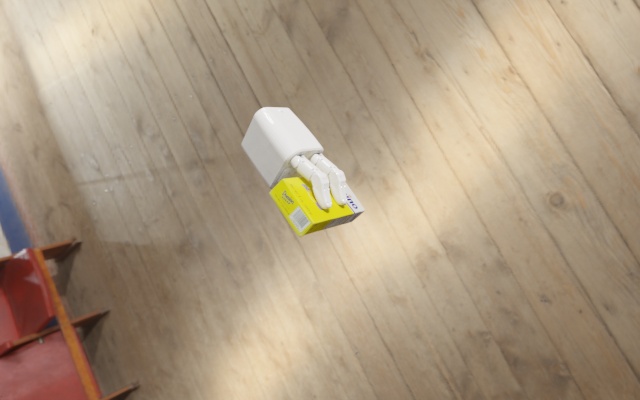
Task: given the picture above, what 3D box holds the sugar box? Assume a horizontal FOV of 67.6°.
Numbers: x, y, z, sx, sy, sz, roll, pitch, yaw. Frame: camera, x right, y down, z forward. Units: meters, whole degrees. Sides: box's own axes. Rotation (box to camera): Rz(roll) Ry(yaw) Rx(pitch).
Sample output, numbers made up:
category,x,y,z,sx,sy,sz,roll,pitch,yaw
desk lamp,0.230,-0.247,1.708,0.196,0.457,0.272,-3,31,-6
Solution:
category,x,y,z,sx,sy,sz,roll,pitch,yaw
sugar box,0.000,0.002,0.827,0.048,0.093,0.176,-44,-16,31
